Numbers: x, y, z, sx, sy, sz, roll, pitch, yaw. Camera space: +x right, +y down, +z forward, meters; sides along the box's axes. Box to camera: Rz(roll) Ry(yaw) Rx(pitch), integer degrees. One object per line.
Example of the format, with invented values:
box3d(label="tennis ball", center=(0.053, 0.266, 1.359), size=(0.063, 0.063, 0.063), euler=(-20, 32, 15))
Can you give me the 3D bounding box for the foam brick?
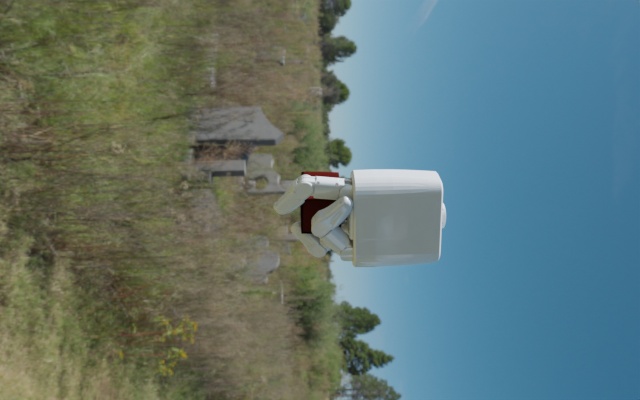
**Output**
box3d(label="foam brick", center=(0.000, 0.002, 0.626), size=(0.051, 0.053, 0.078), euler=(-1, 31, -1))
